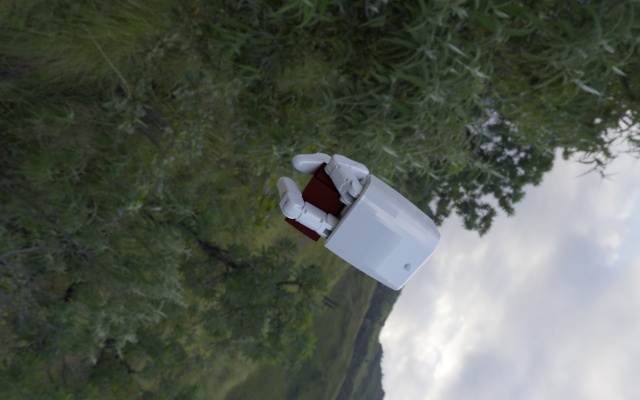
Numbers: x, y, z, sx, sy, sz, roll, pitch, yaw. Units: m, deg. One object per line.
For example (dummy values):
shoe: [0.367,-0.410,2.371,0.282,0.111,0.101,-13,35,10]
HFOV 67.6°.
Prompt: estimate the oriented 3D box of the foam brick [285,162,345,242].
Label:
foam brick: [0.000,0.002,0.599,0.051,0.078,0.053,35,30,-1]
